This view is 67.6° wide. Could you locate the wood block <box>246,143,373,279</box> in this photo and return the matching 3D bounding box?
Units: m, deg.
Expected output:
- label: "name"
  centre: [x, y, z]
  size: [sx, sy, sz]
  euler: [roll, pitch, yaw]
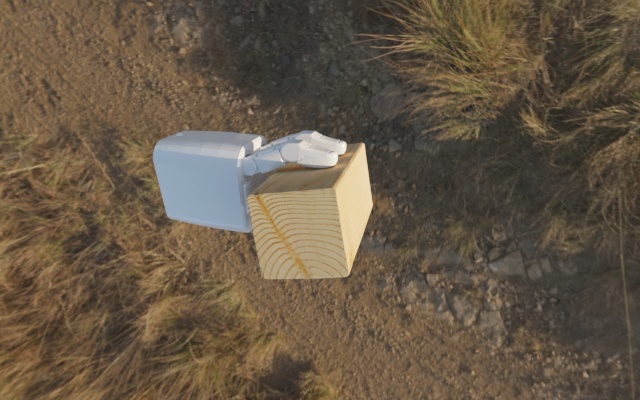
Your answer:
- label: "wood block"
  centre: [0.000, 0.002, 0.543]
  size: [0.090, 0.091, 0.206]
  euler: [-4, 17, 14]
